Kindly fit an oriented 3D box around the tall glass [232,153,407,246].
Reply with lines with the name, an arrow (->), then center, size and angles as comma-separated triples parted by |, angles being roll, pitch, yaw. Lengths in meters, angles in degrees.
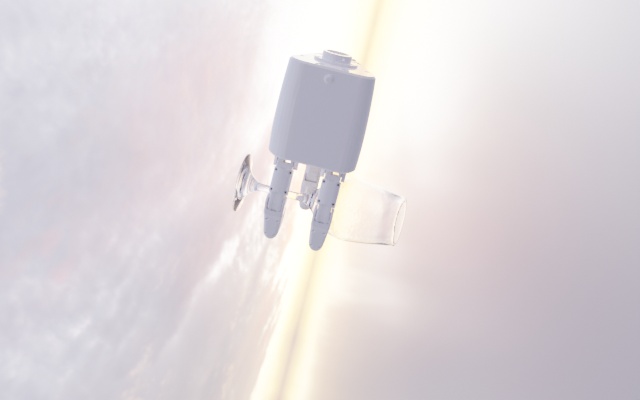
tall glass -> -0.001, 0.002, 0.584 | 0.201, 0.079, 0.079 | 14, 0, 1
